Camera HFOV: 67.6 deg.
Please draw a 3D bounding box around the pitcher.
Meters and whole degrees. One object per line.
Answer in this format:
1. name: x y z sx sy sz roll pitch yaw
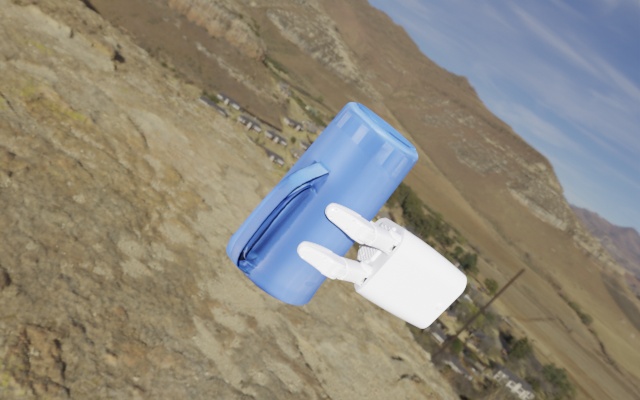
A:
1. pitcher: 0.000 0.002 0.588 0.145 0.243 0.149 34 16 -16
